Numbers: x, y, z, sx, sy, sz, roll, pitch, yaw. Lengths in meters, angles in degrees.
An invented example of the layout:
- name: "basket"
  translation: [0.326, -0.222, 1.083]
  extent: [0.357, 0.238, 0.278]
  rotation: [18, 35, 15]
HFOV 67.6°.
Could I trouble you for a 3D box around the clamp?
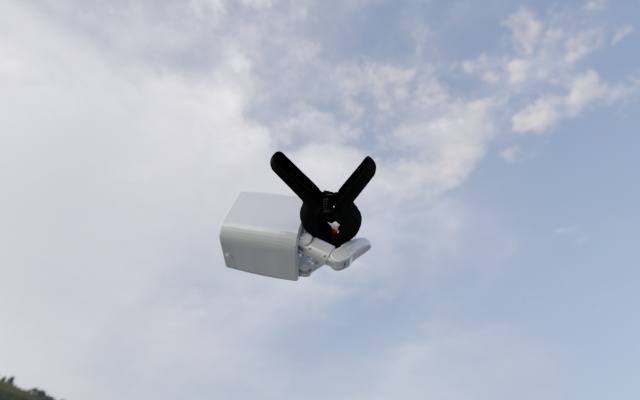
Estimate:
- name: "clamp"
  translation: [0.000, 0.002, 0.585]
  extent: [0.120, 0.039, 0.172]
  rotation: [15, -41, 10]
